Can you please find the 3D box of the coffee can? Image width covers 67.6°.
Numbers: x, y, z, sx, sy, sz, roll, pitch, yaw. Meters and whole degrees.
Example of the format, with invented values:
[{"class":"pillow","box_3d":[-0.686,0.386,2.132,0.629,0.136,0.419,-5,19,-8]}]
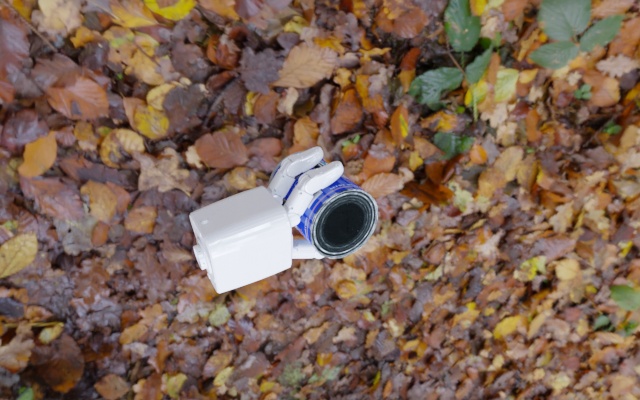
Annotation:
[{"class":"coffee can","box_3d":[0.000,0.002,0.674,0.103,0.103,0.140,0,25,-31]}]
